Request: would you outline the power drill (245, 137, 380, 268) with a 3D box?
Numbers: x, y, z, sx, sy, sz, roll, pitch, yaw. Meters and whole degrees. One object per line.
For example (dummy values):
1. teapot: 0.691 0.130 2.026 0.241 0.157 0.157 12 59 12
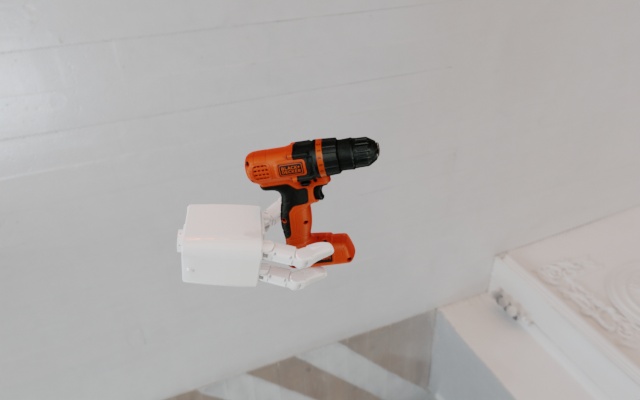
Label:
1. power drill: 0.000 0.003 0.679 0.184 0.188 0.057 -6 26 10
